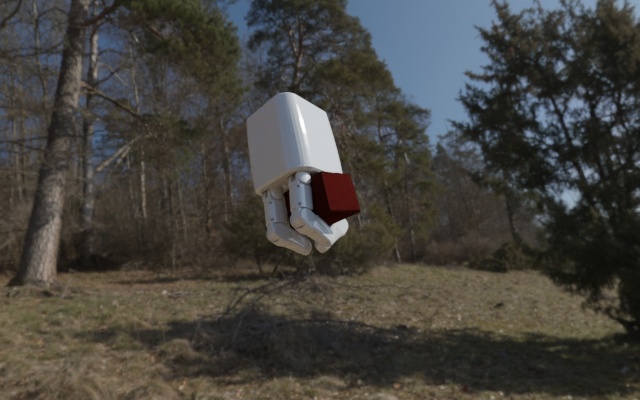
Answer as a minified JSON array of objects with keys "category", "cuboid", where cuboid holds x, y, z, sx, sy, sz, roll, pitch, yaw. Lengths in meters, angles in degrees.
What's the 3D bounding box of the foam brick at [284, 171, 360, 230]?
[{"category":"foam brick","cuboid":[0.000,0.002,0.593,0.053,0.051,0.078,4,-22,-43]}]
